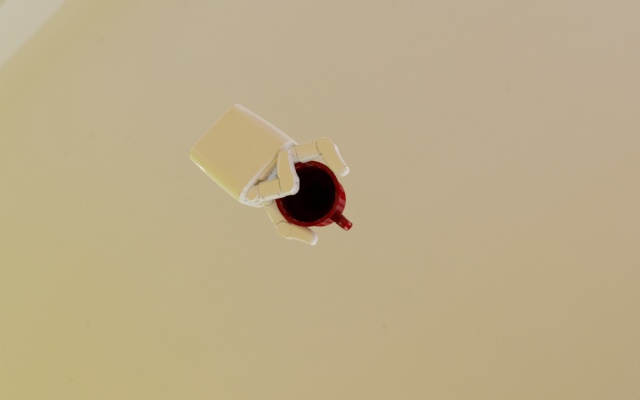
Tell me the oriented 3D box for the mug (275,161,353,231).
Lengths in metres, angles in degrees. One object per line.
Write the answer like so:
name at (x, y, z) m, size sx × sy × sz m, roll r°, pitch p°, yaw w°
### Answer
mug at (0.001, 0.003, 0.690) m, size 0.117 × 0.093 × 0.081 m, roll 37°, pitch 3°, yaw 16°
